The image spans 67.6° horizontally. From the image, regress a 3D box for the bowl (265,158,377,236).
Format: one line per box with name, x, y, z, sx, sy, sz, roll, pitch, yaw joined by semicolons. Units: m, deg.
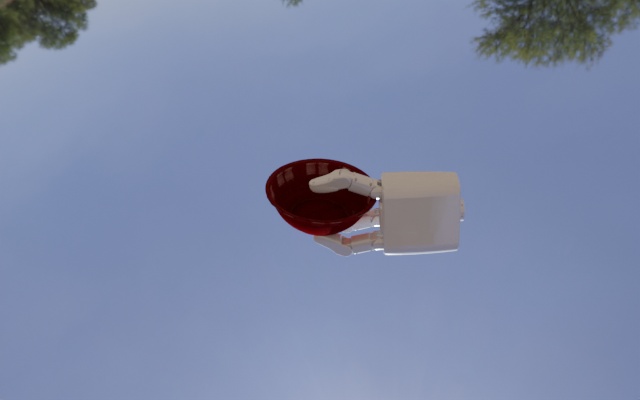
bowl;-0.001;0.002;0.699;0.162;0.055;0.162;3;36;-2
